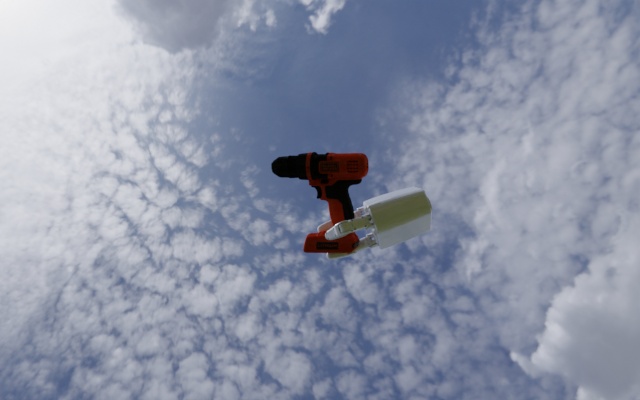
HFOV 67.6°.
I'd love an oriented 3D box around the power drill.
[{"bbox_3d":[0.000,0.003,0.894,0.184,0.188,0.057,0,11,16],"label":"power drill"}]
